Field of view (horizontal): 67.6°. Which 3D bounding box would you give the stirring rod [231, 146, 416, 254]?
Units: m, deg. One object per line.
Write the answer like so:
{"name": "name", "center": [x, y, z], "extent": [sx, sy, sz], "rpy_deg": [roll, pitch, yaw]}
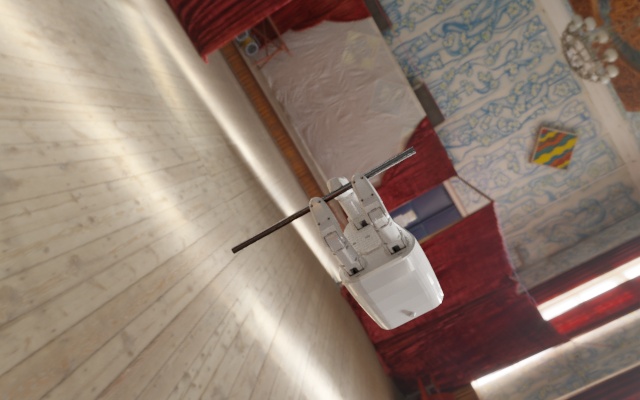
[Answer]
{"name": "stirring rod", "center": [0.000, 0.002, 0.547], "extent": [0.239, 0.011, 0.011], "rpy_deg": [-29, -5, 9]}
